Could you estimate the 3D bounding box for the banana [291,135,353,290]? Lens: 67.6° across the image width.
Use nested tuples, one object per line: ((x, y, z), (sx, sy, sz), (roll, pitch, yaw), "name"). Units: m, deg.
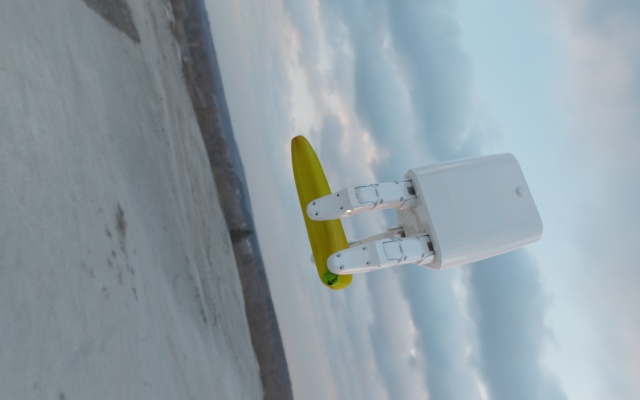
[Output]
((0.002, 0.017, 0.483), (0.037, 0.197, 0.070), (-12, -43, -6), "banana")
